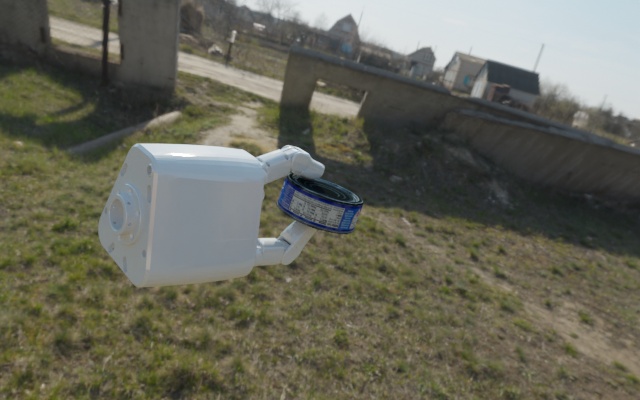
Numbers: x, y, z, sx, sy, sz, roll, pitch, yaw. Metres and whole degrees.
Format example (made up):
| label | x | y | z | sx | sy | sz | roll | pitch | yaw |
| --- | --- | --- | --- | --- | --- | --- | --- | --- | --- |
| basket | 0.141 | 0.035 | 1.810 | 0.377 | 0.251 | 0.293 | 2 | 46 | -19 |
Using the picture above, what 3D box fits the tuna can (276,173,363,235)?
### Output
| label | x | y | z | sx | sy | sz | roll | pitch | yaw |
| --- | --- | --- | --- | --- | --- | --- | --- | --- | --- |
| tuna can | 0.000 | 0.001 | 0.494 | 0.086 | 0.034 | 0.086 | 19 | 13 | -5 |
